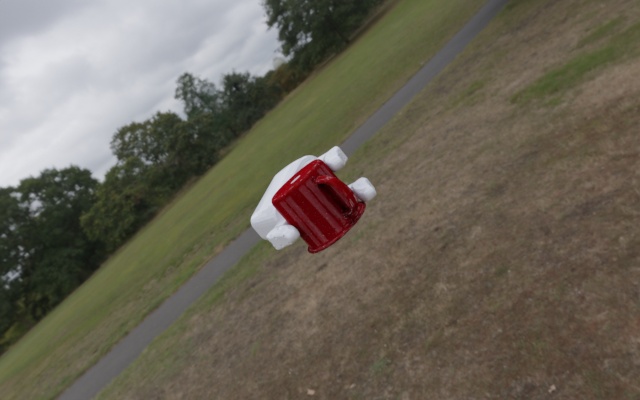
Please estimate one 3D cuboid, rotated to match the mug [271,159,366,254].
[{"bbox_3d":[0.001,0.002,0.572,0.093,0.081,0.117,-47,13,-27],"label":"mug"}]
